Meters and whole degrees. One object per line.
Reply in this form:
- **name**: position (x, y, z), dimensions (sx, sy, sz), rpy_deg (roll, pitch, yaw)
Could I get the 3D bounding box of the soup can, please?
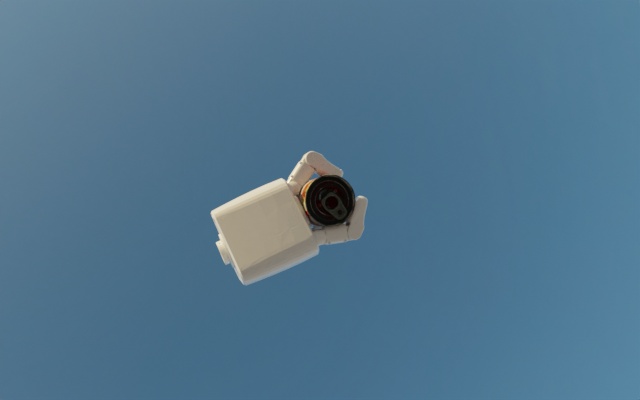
- **soup can**: position (0.000, 0.002, 0.661), dimensions (0.068, 0.068, 0.102), rpy_deg (0, -2, -15)
